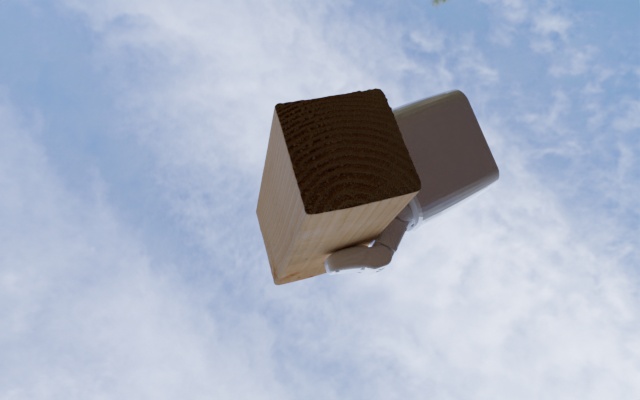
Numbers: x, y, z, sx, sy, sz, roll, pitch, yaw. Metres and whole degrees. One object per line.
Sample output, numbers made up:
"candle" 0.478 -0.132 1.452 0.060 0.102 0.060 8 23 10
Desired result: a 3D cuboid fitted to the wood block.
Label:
"wood block" 0.001 0.002 0.432 0.090 0.090 0.206 -12 -20 -16
